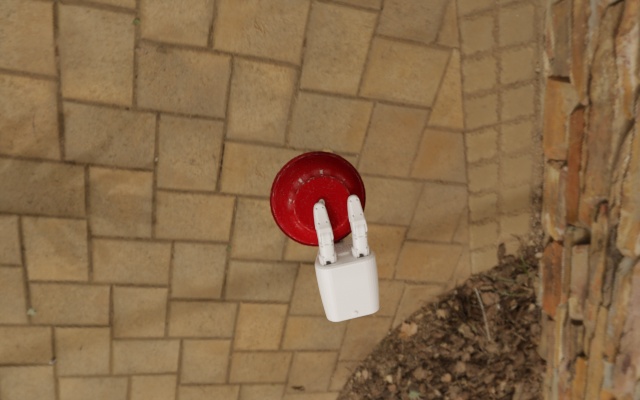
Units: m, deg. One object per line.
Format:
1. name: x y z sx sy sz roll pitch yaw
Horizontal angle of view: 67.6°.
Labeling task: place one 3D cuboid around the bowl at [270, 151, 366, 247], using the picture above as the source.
1. bowl: 0.000 0.001 0.768 0.162 0.162 0.055 0 9 -8
